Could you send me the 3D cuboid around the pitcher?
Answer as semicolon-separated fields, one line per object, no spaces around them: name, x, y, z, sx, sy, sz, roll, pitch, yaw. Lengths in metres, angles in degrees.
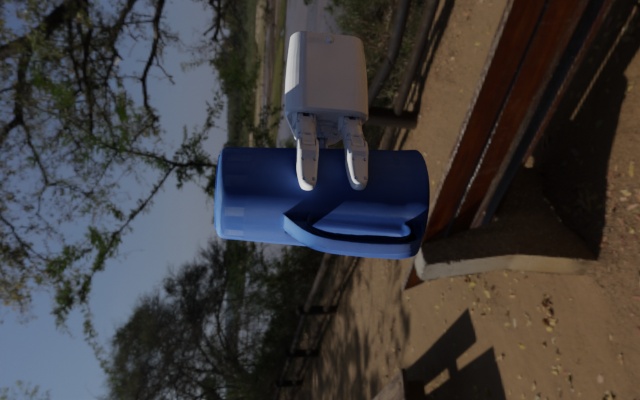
pitcher;0.000;0.002;0.567;0.243;0.145;0.149;3;-14;-9
